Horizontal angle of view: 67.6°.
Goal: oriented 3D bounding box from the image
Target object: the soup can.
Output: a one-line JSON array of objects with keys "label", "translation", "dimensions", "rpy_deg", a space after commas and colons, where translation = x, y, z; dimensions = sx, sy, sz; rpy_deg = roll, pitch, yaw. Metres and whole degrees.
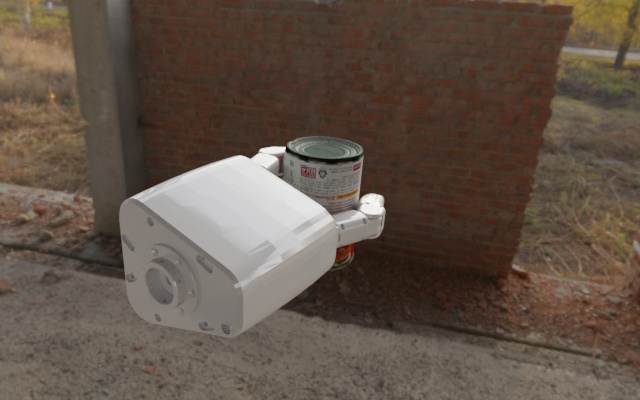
[{"label": "soup can", "translation": [0.000, 0.001, 0.421], "dimensions": [0.068, 0.102, 0.068], "rpy_deg": [4, 23, -1]}]
